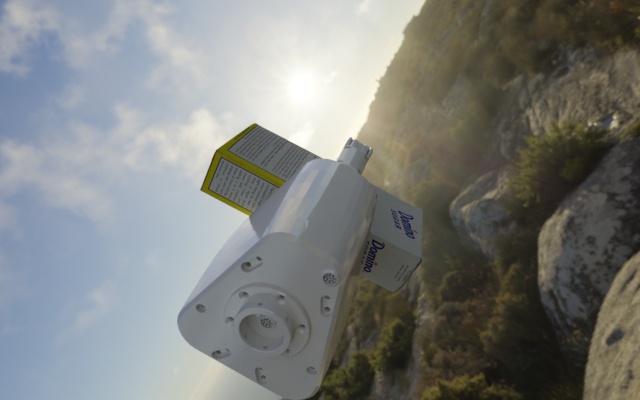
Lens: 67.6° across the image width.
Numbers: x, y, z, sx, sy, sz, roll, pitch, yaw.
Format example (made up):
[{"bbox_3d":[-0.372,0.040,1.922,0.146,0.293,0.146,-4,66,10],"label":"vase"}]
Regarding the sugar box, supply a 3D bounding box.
[{"bbox_3d":[0.000,0.002,0.403,0.176,0.048,0.093,30,26,-1],"label":"sugar box"}]
